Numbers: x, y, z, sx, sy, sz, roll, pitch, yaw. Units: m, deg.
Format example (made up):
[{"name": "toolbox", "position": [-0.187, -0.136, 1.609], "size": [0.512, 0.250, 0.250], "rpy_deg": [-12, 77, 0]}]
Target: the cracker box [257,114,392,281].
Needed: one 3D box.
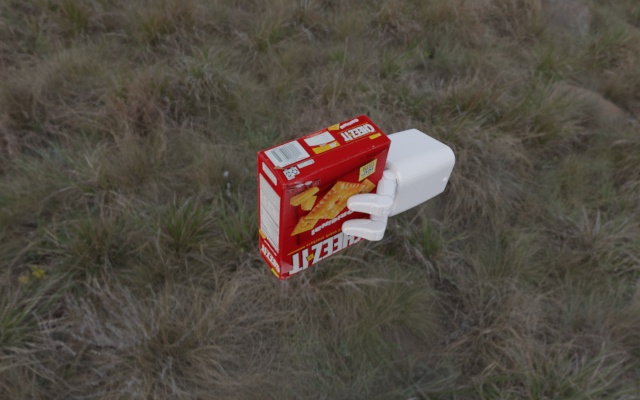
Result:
[{"name": "cracker box", "position": [0.000, 0.002, 0.669], "size": [0.164, 0.072, 0.214], "rpy_deg": [-23, -35, -24]}]
